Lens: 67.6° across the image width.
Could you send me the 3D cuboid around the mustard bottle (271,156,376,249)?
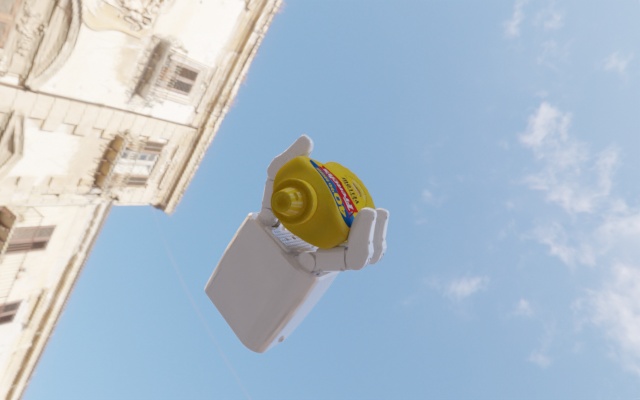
[{"bbox_3d":[0.000,0.001,0.485,0.058,0.096,0.191,-31,-11,18],"label":"mustard bottle"}]
